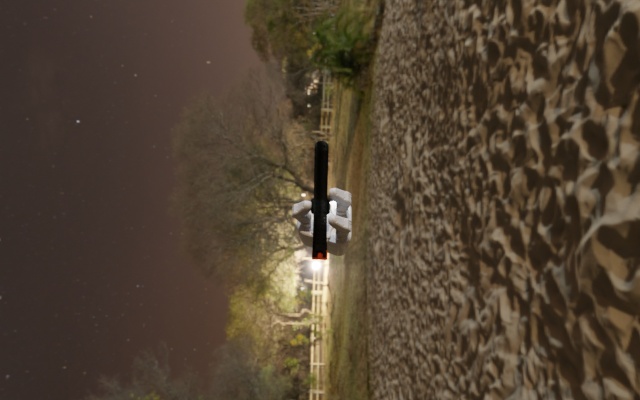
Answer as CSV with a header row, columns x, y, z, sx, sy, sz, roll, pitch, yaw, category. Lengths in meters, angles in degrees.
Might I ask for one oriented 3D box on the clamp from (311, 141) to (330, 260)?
x,y,z,sx,sy,sz,roll,pitch,yaw,category
-0.001,0.003,0.887,0.036,0.210,0.165,1,-21,1,clamp
